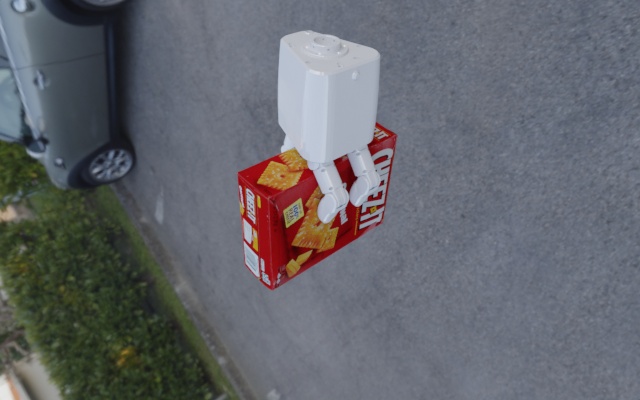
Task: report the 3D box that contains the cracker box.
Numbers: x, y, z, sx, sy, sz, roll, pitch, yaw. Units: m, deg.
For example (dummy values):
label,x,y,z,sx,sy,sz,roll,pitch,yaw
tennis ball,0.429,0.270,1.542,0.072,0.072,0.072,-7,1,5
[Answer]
label,x,y,z,sx,sy,sz,roll,pitch,yaw
cracker box,0.000,0.002,0.634,0.213,0.164,0.072,-28,49,-31
